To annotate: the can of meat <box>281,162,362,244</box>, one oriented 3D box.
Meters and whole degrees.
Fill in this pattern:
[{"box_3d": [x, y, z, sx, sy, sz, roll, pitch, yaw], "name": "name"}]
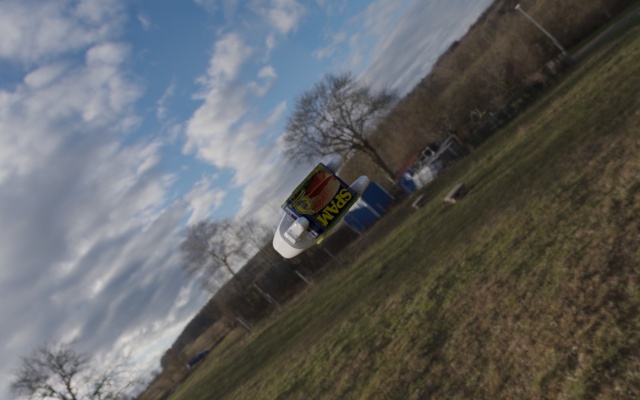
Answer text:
[{"box_3d": [0.000, 0.002, 0.757, 0.084, 0.102, 0.057, 42, -19, 2], "name": "can of meat"}]
